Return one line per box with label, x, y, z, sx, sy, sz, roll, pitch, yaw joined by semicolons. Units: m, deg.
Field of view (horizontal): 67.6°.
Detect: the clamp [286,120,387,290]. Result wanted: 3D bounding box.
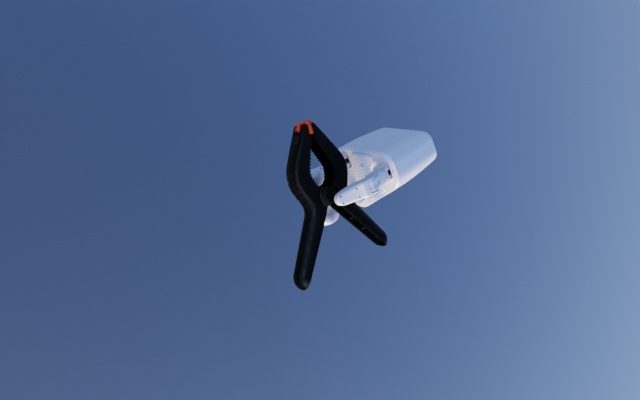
clamp;0.001;0.001;0.626;0.164;0.210;0.036;-31;15;-36
